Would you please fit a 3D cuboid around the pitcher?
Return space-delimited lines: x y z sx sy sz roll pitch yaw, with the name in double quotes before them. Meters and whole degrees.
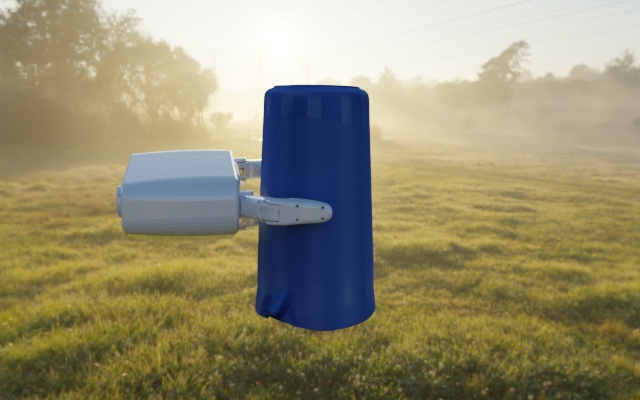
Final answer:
"pitcher" 0.000 0.002 0.517 0.145 0.243 0.149 -2 11 -13
